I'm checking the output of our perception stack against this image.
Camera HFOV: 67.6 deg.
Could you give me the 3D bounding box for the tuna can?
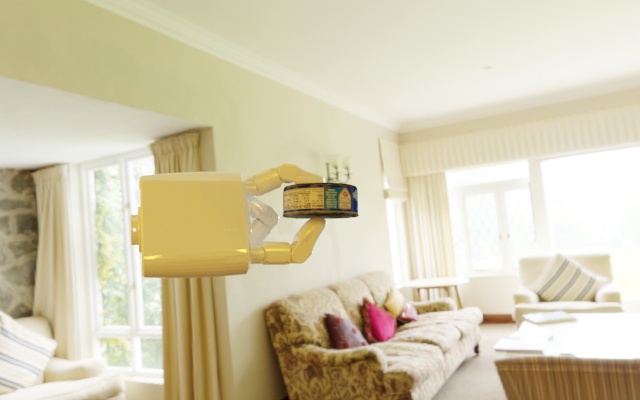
[{"bbox_3d":[0.000,0.001,0.537,0.086,0.033,0.086,0,-6,0],"label":"tuna can"}]
